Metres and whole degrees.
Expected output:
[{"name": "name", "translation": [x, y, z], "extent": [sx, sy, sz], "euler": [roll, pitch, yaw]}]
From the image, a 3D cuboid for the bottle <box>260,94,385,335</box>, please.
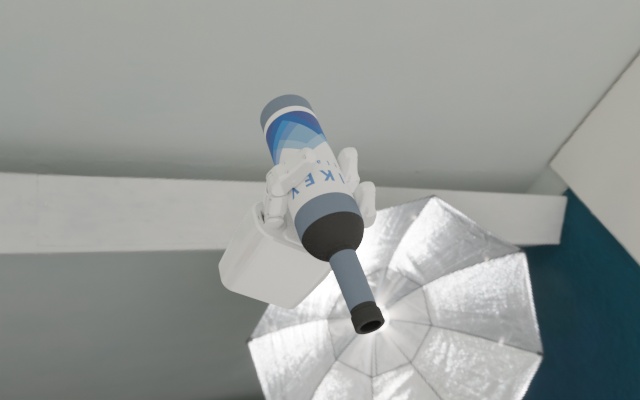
[{"name": "bottle", "translation": [0.000, 0.001, 0.498], "extent": [0.069, 0.295, 0.069], "euler": [-13, -40, -11]}]
